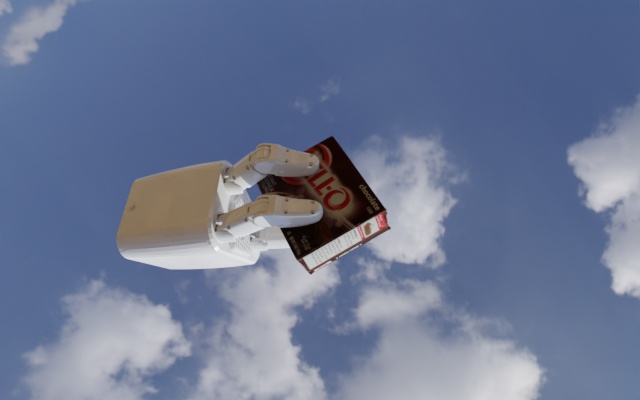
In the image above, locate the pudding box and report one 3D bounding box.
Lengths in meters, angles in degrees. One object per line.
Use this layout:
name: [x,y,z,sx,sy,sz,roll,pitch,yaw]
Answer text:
pudding box: [0.000,0.002,0.454,0.090,0.113,0.039,-30,-36,-2]
